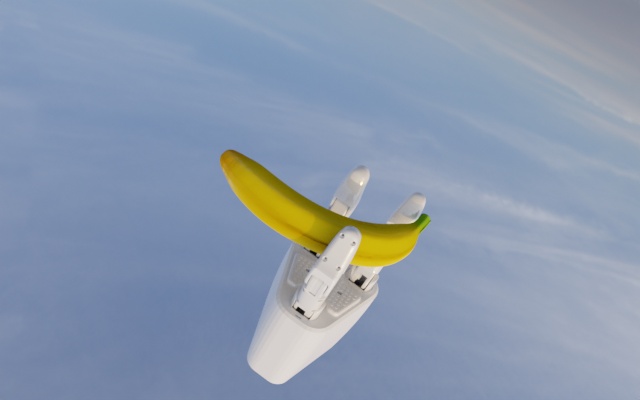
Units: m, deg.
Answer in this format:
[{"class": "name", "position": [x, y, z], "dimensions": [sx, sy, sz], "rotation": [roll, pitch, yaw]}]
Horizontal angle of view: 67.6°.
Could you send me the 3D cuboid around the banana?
[{"class": "banana", "position": [0.001, 0.015, 0.409], "dimensions": [0.198, 0.037, 0.069], "rotation": [20, 40, -9]}]
